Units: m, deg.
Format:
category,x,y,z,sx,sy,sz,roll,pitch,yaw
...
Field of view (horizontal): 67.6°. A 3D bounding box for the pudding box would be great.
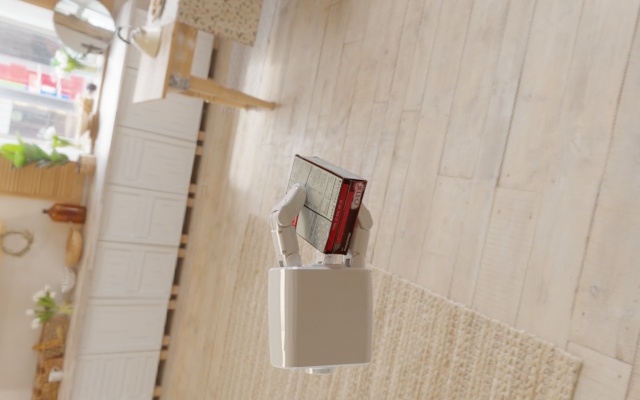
category,x,y,z,sx,sy,sz,roll,pitch,yaw
pudding box,0.000,0.002,0.561,0.039,0.090,0.113,7,15,-36
